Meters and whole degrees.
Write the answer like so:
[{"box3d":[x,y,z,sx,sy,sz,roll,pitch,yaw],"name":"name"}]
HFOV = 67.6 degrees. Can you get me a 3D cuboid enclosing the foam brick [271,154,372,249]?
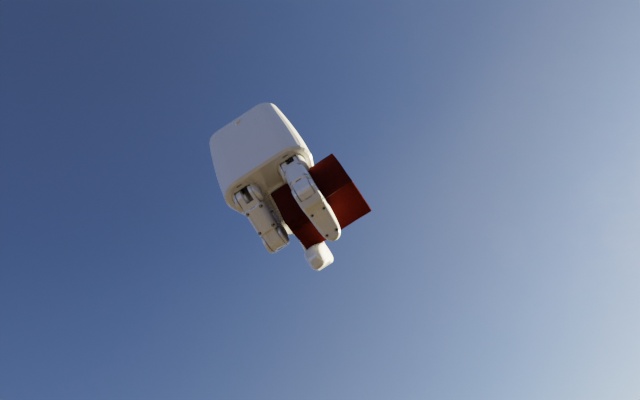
[{"box3d":[0.000,0.002,0.481,0.078,0.051,0.053,-33,-46,2],"name":"foam brick"}]
